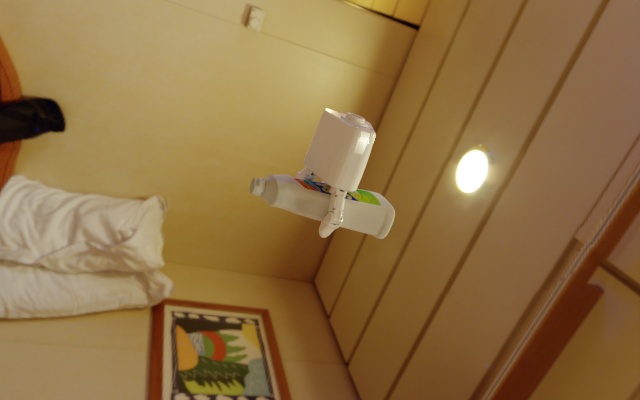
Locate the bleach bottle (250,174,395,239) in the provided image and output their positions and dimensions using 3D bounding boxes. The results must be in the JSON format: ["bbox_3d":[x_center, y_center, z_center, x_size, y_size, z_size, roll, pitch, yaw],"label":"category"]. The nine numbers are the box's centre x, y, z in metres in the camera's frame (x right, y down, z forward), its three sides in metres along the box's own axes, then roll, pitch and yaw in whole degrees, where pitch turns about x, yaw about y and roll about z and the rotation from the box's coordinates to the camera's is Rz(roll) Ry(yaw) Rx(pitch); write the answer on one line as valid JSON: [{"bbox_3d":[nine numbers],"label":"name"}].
[{"bbox_3d":[0.000,0.003,0.845,0.251,0.068,0.102,12,21,-23],"label":"bleach bottle"}]
